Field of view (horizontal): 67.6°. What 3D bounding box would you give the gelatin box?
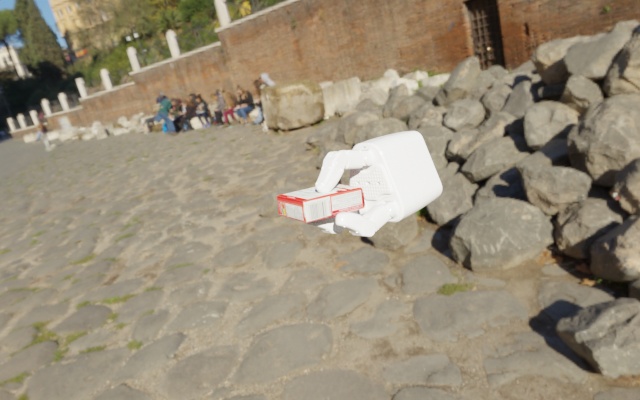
[{"bbox_3d":[0.000,0.002,0.608,0.089,0.030,0.073,-13,13,-29],"label":"gelatin box"}]
